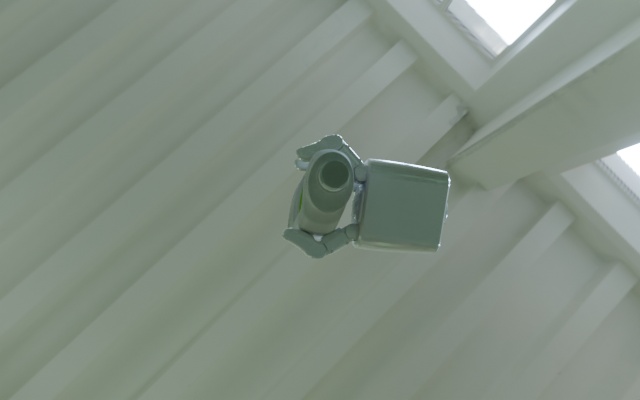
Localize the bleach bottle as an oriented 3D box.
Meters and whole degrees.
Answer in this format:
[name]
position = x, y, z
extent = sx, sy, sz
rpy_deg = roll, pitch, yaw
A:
[bleach bottle]
position = 0.000, 0.002, 0.600
extent = 0.068, 0.102, 0.251
rpy_deg = 8, -10, -5
